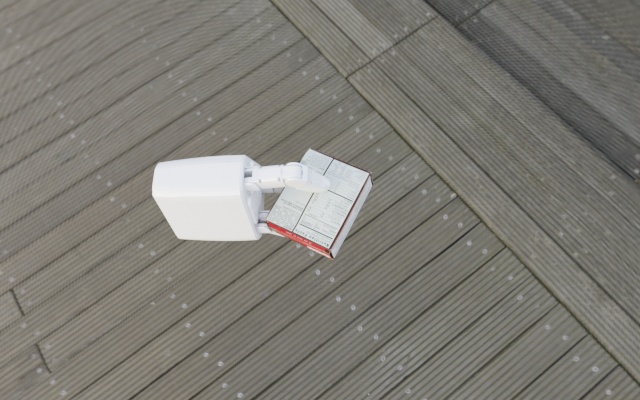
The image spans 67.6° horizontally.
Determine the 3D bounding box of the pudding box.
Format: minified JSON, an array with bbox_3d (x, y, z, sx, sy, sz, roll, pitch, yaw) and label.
[{"bbox_3d":[0.000,0.002,0.575,0.090,0.113,0.039,24,-16,17],"label":"pudding box"}]
